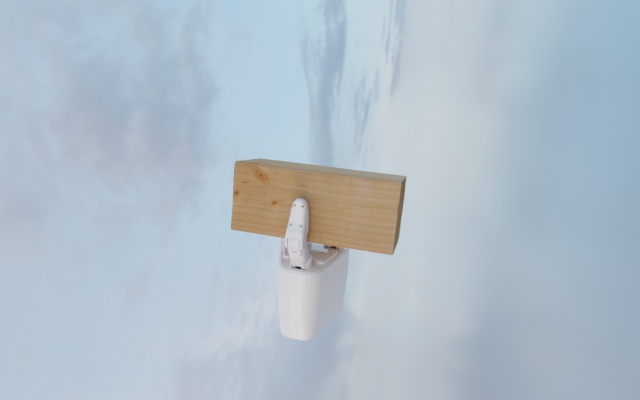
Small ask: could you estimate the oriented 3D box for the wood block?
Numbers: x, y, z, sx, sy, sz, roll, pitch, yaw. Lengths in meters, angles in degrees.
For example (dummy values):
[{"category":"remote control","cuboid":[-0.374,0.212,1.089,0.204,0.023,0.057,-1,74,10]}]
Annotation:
[{"category":"wood block","cuboid":[0.000,0.002,0.614,0.206,0.090,0.091,8,10,12]}]
